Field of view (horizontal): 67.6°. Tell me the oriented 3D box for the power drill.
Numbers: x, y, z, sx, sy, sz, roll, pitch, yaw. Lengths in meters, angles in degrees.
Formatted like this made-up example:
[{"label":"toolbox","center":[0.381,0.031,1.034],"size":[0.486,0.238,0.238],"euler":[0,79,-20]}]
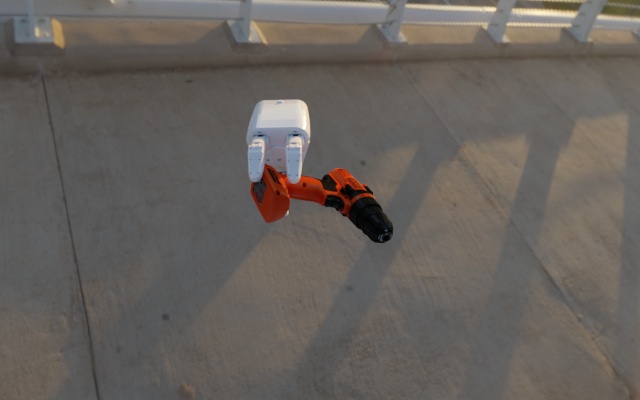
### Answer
[{"label":"power drill","center":[0.000,0.002,0.719],"size":[0.187,0.057,0.184],"euler":[6,26,-29]}]
